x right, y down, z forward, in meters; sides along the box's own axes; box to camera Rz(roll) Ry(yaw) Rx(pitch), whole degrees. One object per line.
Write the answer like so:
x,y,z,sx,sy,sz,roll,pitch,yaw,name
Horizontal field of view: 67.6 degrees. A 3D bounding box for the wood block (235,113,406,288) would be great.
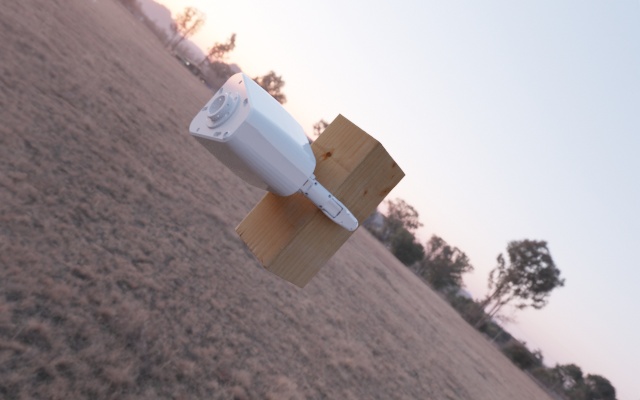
0.000,0.002,0.630,0.090,0.206,0.090,44,2,40,wood block
